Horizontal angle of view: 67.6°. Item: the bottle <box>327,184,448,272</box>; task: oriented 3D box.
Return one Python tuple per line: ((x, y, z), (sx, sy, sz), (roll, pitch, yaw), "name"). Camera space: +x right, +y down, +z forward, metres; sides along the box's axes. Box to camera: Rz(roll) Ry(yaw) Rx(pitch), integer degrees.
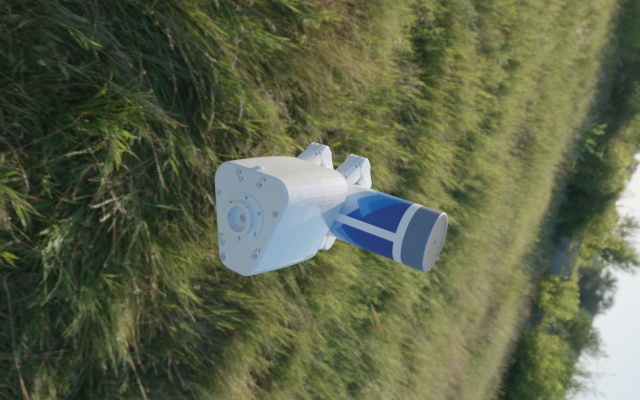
((0.000, 0.002, 0.575), (0.295, 0.069, 0.069), (19, 10, 29), "bottle")
